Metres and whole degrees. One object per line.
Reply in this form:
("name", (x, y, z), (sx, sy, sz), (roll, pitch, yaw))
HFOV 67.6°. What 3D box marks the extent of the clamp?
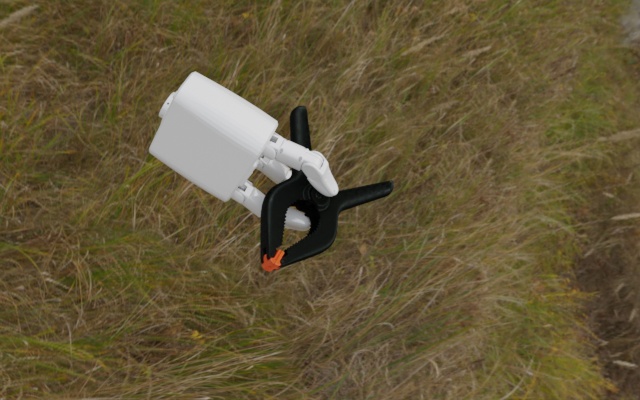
("clamp", (0.000, 0.002, 0.565), (0.164, 0.210, 0.036), (33, -34, -13))
